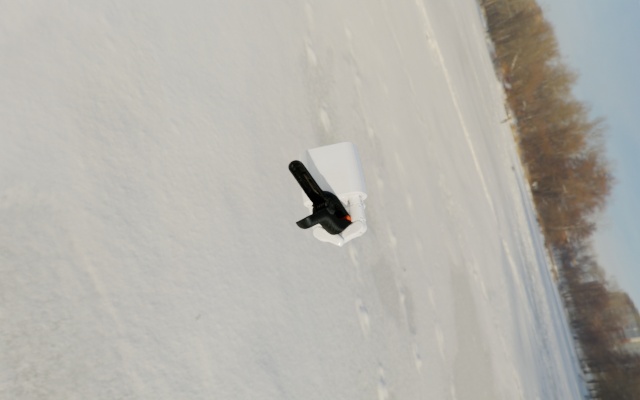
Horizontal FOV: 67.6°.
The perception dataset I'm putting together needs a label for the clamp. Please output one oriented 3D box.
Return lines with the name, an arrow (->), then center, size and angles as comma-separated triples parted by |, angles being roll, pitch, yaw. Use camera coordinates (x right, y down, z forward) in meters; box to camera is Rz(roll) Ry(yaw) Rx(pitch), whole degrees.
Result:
clamp -> 0.001, 0.003, 0.805 | 0.039, 0.120, 0.171 | -16, -20, 24
